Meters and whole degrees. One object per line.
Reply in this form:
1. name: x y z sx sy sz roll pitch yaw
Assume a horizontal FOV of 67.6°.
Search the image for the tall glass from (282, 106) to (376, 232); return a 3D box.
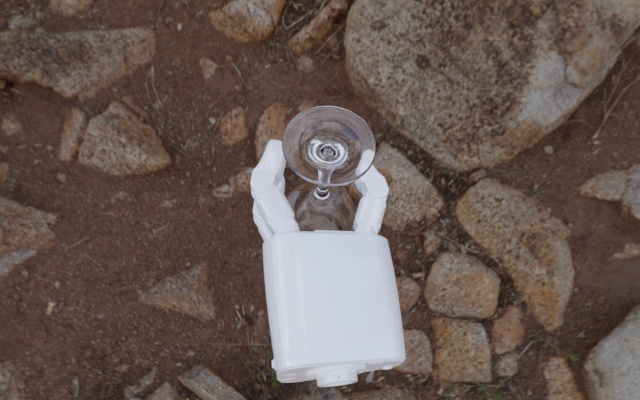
1. tall glass: 0.000 0.001 0.460 0.079 0.079 0.201 0 -27 -4
